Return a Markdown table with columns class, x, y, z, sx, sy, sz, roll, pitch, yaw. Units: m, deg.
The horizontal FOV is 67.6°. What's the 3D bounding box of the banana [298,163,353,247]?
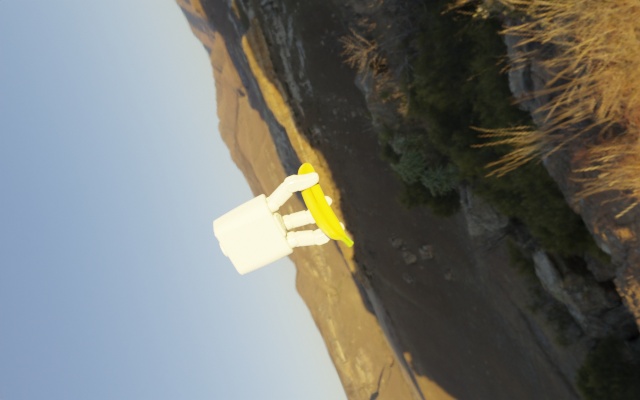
| class | x | y | z | sx | sy | sz | roll | pitch | yaw |
| --- | --- | --- | --- | --- | --- | --- | --- | --- | --- |
| banana | -0.006 | -0.001 | 0.859 | 0.037 | 0.197 | 0.070 | -32 | -31 | 9 |
